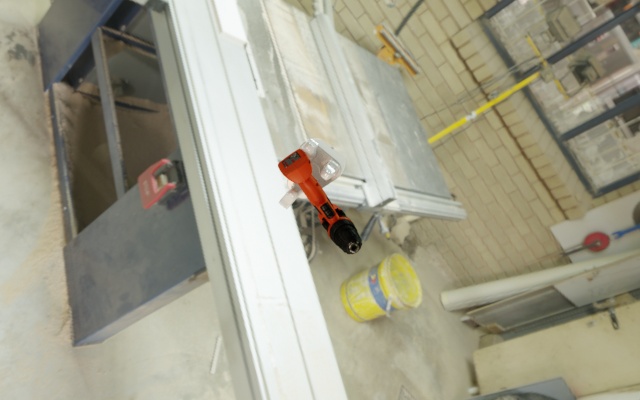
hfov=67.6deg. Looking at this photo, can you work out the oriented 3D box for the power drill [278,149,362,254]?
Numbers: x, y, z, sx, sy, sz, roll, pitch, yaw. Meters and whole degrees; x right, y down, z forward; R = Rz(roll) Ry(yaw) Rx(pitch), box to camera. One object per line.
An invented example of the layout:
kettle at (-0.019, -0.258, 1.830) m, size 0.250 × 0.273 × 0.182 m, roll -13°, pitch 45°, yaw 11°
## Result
power drill at (0.000, 0.002, 0.882) m, size 0.057 × 0.188 × 0.184 m, roll -35°, pitch 23°, yaw -3°
